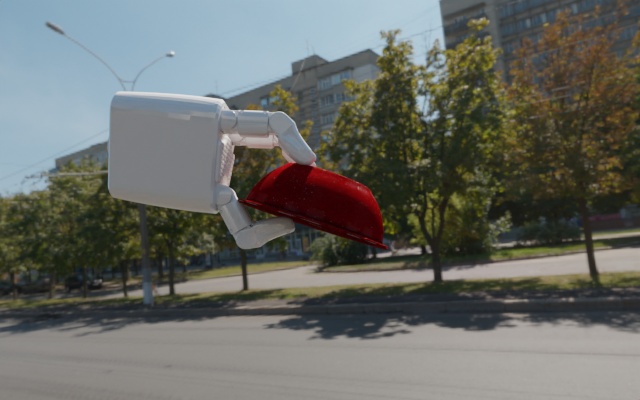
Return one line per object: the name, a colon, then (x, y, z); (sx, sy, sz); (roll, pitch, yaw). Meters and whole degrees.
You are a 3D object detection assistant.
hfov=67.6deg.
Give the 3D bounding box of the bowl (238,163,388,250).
bowl: (0.001, 0.002, 0.495); (0.162, 0.055, 0.162); (18, -5, 2)
